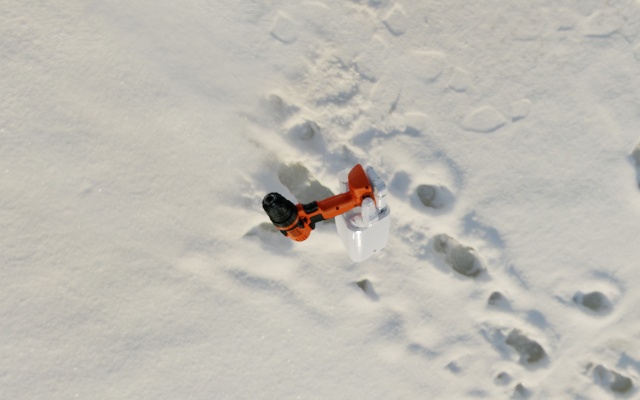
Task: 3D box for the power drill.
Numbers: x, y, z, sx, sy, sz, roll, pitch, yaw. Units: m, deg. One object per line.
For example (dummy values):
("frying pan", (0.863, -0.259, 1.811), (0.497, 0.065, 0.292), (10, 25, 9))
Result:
("power drill", (0.001, 0.003, 0.861), (0.187, 0.057, 0.184), (-23, -24, 6))
